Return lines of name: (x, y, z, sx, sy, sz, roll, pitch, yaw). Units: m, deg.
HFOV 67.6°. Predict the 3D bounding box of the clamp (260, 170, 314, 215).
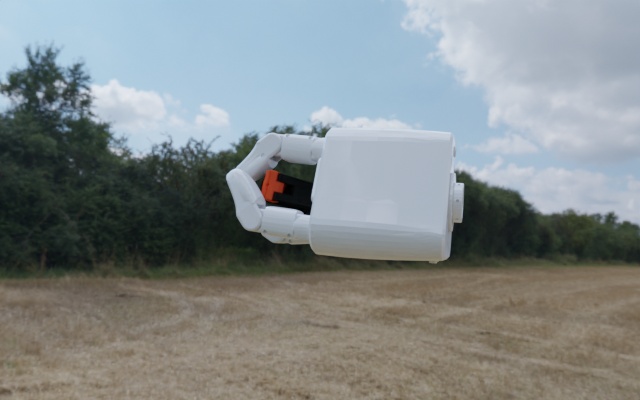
clamp: (0.000, 0.001, 0.496, 0.120, 0.039, 0.171, 4, -4, 18)
